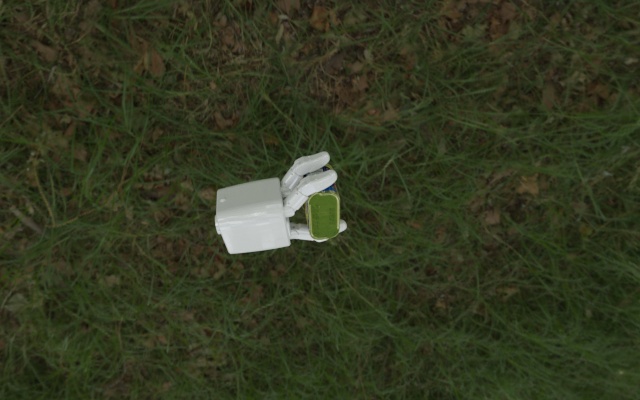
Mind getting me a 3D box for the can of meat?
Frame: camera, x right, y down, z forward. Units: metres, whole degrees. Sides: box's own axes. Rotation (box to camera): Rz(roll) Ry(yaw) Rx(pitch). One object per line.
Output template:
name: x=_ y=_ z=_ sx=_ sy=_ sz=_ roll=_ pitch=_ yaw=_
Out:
can of meat: x=0.000 y=0.003 z=0.795 sx=0.057 sy=0.102 sz=0.084 roll=-7 pitch=37 yaw=-5
